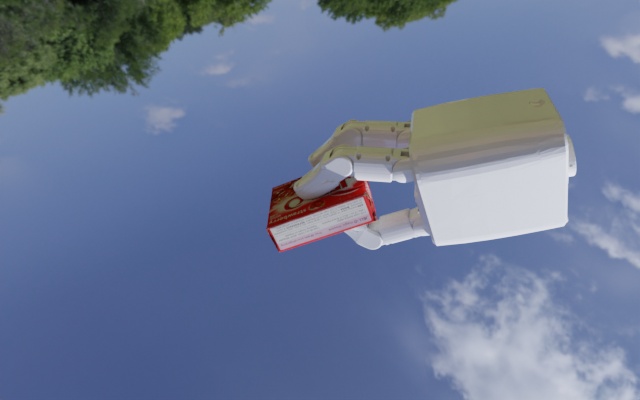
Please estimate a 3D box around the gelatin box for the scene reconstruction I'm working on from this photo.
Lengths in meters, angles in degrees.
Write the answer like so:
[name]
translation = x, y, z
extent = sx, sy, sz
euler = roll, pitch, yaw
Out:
[gelatin box]
translation = 0.000, 0.002, 0.416
extent = 0.089, 0.030, 0.073
euler = -19, 27, 9
